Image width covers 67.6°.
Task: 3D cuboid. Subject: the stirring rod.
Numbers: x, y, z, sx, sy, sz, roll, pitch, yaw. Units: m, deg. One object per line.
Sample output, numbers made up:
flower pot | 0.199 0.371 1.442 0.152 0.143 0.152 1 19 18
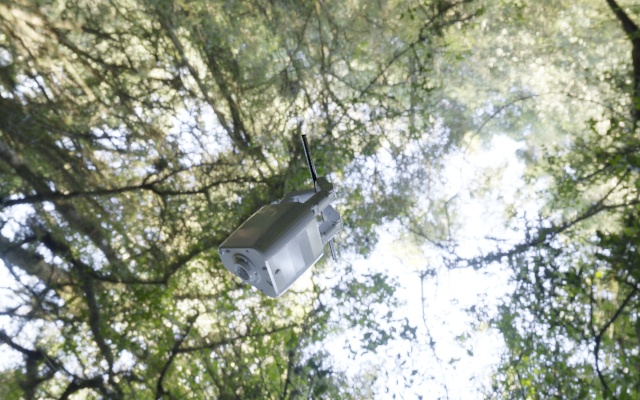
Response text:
stirring rod | 0.000 0.002 0.772 0.011 0.240 0.011 -10 32 6
